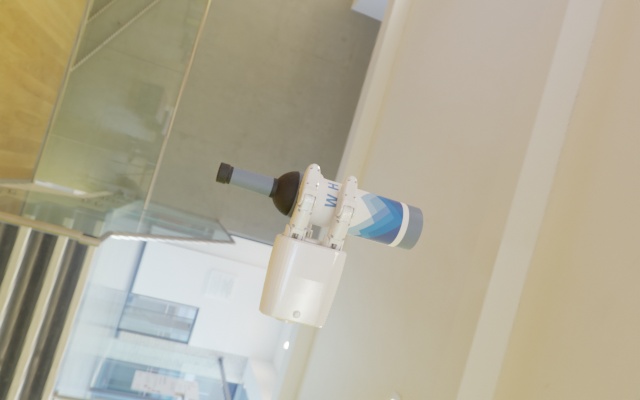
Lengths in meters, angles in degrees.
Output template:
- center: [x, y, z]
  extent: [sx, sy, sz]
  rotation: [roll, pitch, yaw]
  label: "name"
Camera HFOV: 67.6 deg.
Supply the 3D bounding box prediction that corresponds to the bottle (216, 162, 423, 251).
- center: [0.000, 0.002, 0.674]
  extent: [0.296, 0.069, 0.069]
  rotation: [17, -5, -15]
  label: "bottle"
